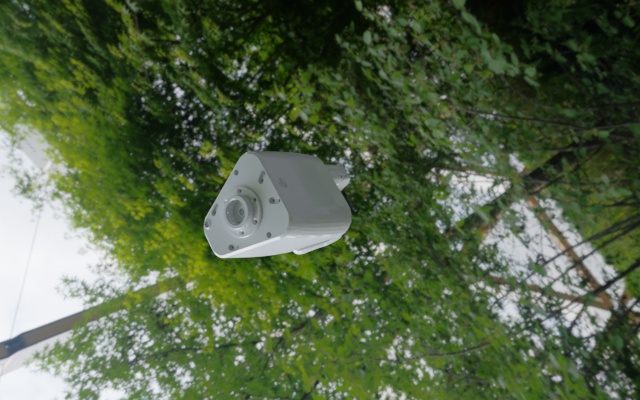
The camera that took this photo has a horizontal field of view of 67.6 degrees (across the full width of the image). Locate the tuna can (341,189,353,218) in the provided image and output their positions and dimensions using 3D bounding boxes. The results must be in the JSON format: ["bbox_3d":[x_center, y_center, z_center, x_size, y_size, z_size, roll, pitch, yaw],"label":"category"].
[{"bbox_3d":[0.000,0.002,0.628,0.034,0.086,0.086,-43,-24,28],"label":"tuna can"}]
